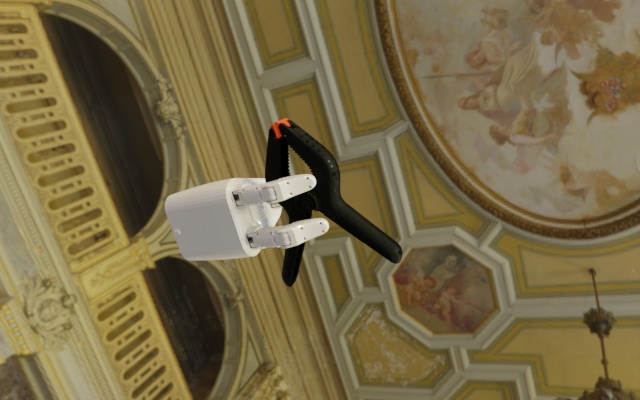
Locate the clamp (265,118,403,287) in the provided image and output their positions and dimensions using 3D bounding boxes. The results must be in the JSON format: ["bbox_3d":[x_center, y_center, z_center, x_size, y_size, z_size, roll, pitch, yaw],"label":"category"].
[{"bbox_3d":[0.000,0.001,0.569,0.164,0.210,0.036,-10,15,24],"label":"clamp"}]
